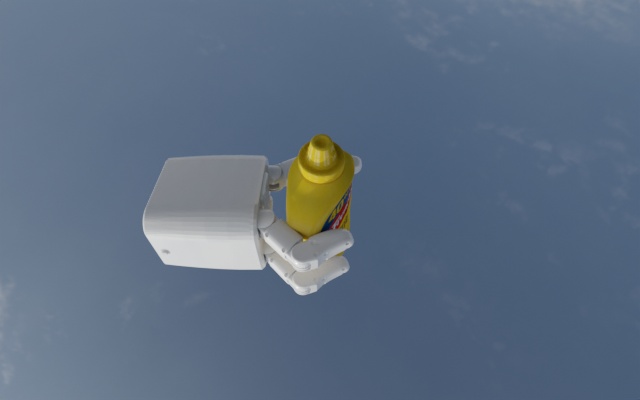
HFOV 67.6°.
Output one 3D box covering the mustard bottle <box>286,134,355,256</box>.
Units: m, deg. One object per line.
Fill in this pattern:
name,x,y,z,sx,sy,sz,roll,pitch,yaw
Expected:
mustard bottle,0.000,0.002,0.475,0.058,0.096,0.192,23,-29,14
